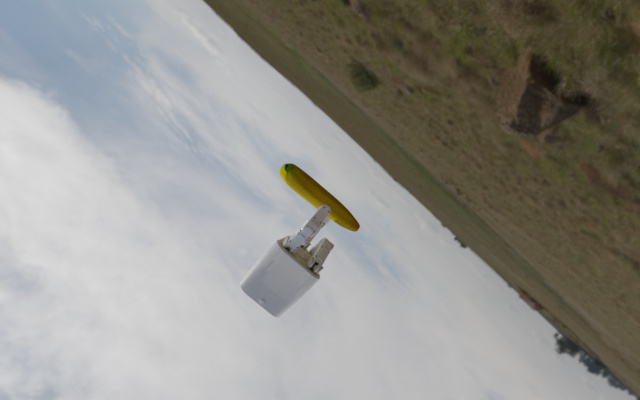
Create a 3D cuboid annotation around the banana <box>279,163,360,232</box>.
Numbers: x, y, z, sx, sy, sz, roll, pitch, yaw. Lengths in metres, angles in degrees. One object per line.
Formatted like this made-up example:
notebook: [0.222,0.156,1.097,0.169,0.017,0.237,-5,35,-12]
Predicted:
banana: [-0.008,-0.008,0.813,0.198,0.037,0.069,38,9,-35]
